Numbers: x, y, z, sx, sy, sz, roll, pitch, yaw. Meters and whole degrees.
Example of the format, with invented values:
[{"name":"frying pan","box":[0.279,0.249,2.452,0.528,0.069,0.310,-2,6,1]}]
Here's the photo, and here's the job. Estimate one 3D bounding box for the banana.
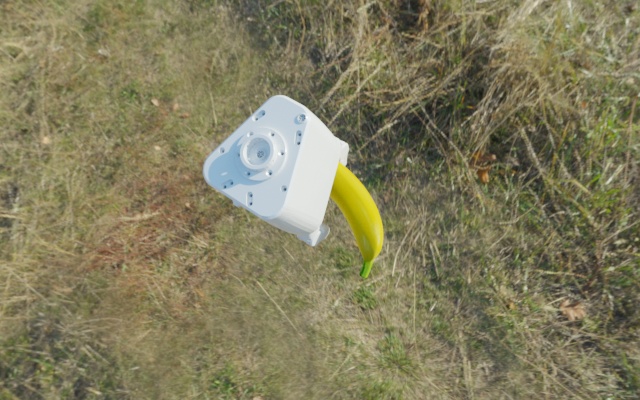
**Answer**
[{"name":"banana","box":[0.016,-0.007,0.561,0.069,0.197,0.037,-39,-13,16]}]
